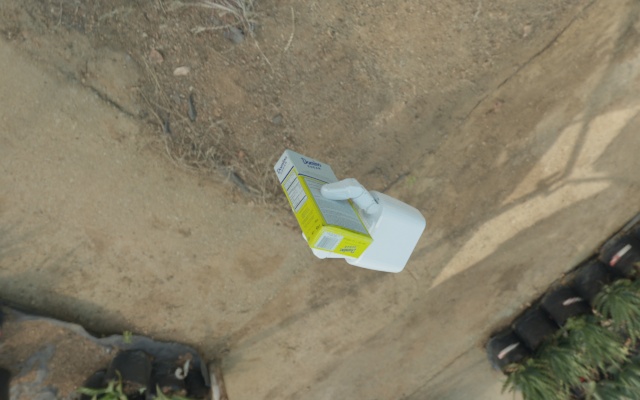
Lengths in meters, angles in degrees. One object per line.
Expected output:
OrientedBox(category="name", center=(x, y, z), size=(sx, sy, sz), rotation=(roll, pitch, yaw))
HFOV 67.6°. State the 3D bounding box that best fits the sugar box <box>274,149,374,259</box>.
OrientedBox(category="sugar box", center=(0.000, 0.003, 0.703), size=(0.093, 0.048, 0.176), rotation=(18, 28, -37))
